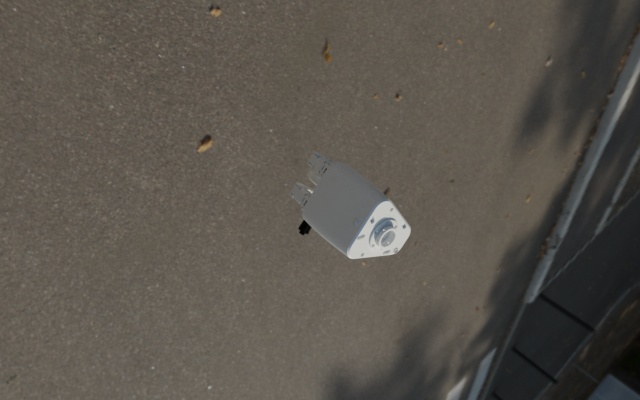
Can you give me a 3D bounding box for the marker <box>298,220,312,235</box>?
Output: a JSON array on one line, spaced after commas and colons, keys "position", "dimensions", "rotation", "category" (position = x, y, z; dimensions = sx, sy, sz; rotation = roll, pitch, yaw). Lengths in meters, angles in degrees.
[{"position": [0.000, 0.002, 0.750], "dimensions": [0.020, 0.121, 0.020], "rotation": [30, 11, -6], "category": "marker"}]
